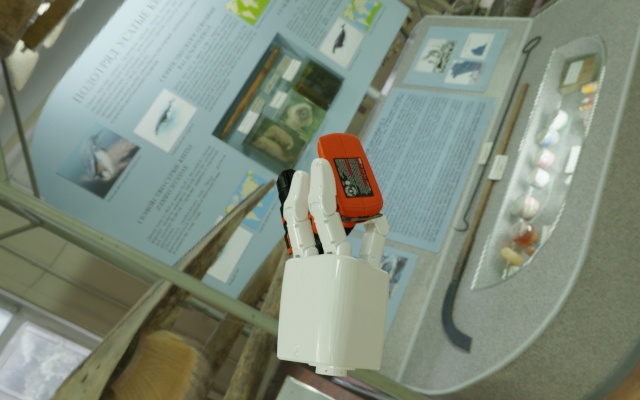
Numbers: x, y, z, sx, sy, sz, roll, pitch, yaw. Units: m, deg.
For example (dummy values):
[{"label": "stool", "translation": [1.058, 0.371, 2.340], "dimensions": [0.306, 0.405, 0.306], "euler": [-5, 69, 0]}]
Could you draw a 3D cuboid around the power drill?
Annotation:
[{"label": "power drill", "translation": [0.000, 0.002, 0.593], "dimensions": [0.057, 0.184, 0.188], "euler": [-7, -28, -24]}]
